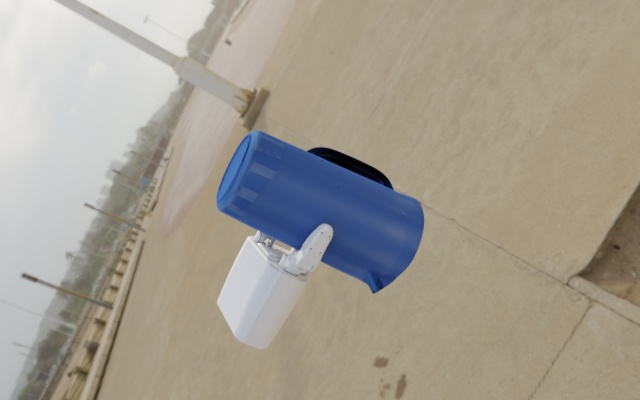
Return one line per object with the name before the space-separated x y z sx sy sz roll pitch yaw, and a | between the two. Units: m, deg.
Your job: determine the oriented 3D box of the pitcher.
pitcher | 0.000 0.002 0.612 0.243 0.145 0.149 26 6 -19
